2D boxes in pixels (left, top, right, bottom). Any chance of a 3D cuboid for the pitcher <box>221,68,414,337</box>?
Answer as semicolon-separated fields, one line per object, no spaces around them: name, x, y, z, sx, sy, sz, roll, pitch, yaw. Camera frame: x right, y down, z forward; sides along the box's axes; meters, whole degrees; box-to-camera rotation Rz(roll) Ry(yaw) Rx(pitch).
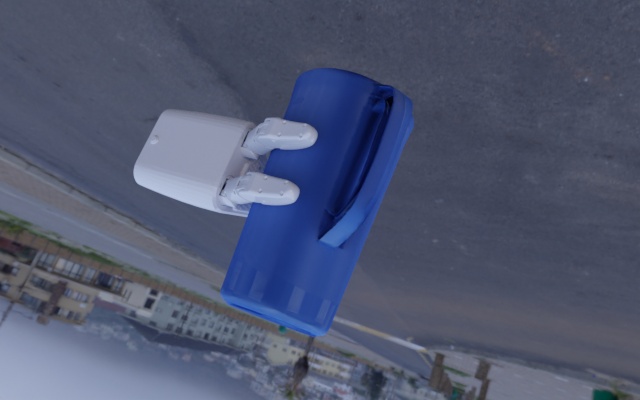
pitcher;0.000;0.002;0.467;0.145;0.242;0.149;15;-17;20
